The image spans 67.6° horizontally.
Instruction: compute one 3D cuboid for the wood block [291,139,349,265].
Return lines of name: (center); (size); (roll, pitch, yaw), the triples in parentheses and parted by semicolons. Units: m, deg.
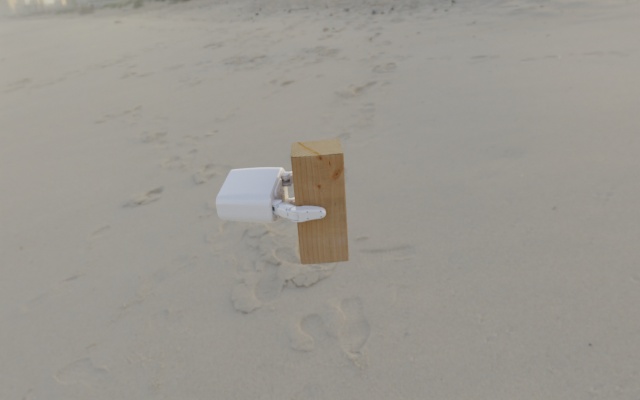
wood block: (0.000, 0.003, 0.869); (0.090, 0.206, 0.090); (-4, 23, 0)
